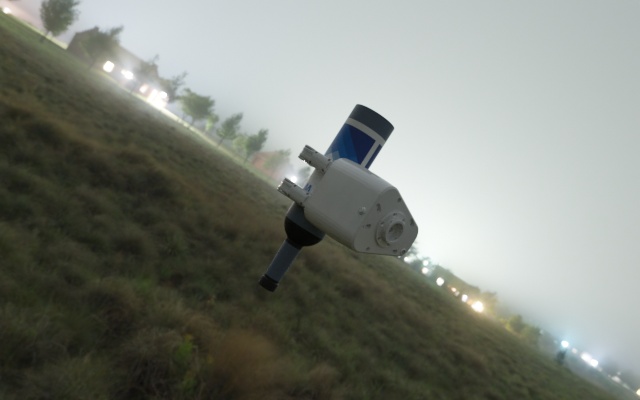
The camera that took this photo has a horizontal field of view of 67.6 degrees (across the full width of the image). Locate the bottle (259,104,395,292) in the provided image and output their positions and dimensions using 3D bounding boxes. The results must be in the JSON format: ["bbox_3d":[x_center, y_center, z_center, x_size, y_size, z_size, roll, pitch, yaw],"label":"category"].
[{"bbox_3d":[0.000,0.002,0.694,0.069,0.296,0.069,33,1,0],"label":"bottle"}]
